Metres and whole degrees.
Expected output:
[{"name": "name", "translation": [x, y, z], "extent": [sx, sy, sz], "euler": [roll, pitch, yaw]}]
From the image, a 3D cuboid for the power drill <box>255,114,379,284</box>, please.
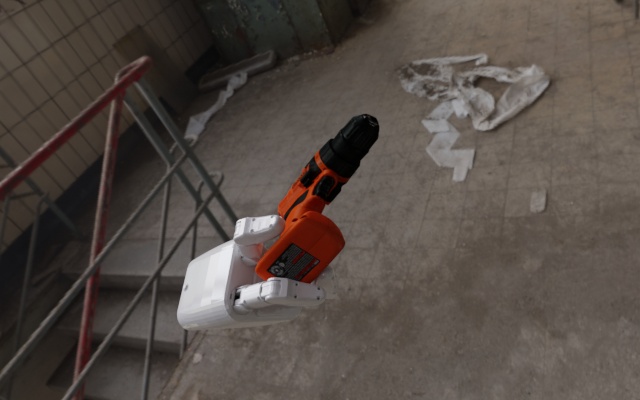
[{"name": "power drill", "translation": [0.000, 0.002, 0.540], "extent": [0.057, 0.184, 0.187], "euler": [33, 32, -10]}]
